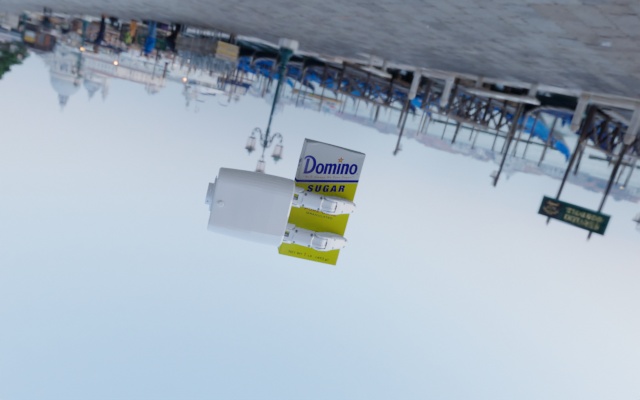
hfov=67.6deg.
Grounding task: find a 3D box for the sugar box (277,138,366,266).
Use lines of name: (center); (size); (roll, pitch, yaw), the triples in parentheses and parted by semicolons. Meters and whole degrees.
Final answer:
sugar box: (0.000, 0.003, 0.720); (0.093, 0.176, 0.048); (12, 11, -10)
